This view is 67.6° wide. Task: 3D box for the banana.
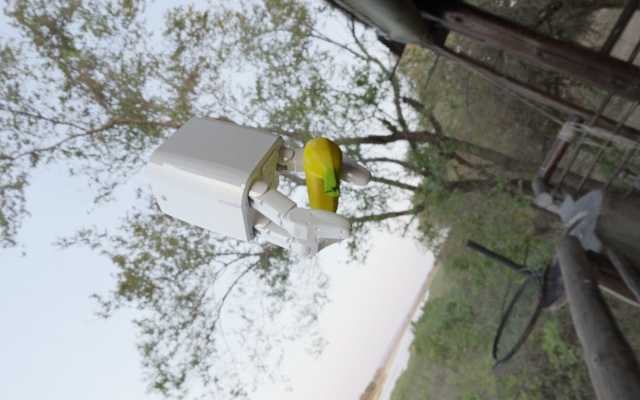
[{"bbox_3d":[0.002,-0.017,0.476,0.037,0.069,0.198,5,-12,2],"label":"banana"}]
